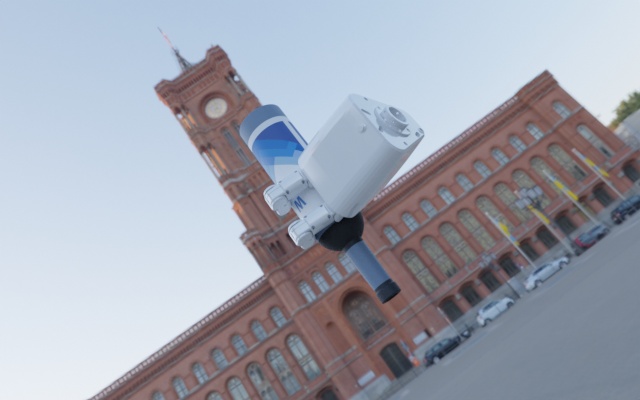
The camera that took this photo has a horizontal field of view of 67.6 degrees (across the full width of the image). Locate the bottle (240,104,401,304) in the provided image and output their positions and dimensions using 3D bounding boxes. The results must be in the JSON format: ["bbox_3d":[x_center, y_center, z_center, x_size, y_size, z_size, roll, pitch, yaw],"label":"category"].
[{"bbox_3d":[0.000,0.002,0.604,0.069,0.295,0.069,-31,-22,-14],"label":"bottle"}]
